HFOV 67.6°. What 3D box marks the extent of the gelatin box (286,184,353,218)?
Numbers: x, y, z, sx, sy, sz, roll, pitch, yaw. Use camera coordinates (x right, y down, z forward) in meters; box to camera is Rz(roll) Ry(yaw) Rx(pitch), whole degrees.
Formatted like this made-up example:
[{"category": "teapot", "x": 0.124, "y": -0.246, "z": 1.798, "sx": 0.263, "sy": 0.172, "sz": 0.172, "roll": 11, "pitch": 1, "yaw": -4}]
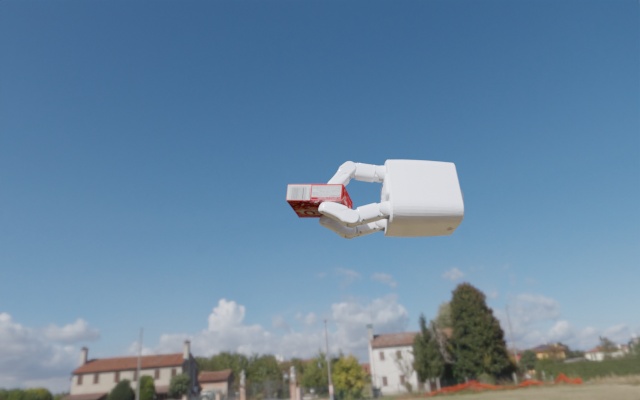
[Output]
[{"category": "gelatin box", "x": 0.000, "y": 0.002, "z": 0.730, "sx": 0.089, "sy": 0.030, "sz": 0.073, "roll": 0, "pitch": -22, "yaw": 14}]
